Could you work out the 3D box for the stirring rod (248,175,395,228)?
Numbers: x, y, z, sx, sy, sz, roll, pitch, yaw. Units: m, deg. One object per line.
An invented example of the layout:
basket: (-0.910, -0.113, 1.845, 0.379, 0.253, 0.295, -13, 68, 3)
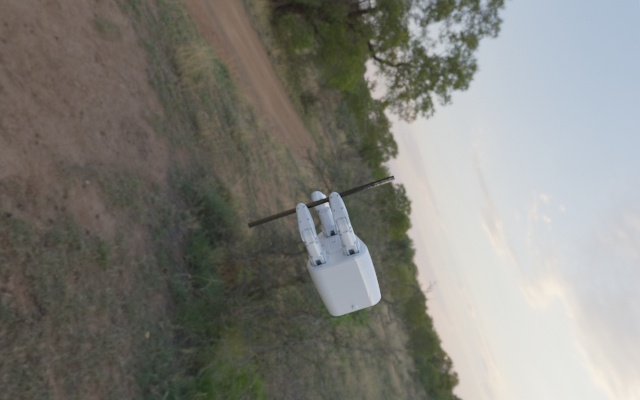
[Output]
stirring rod: (0.000, 0.002, 0.747, 0.239, 0.011, 0.011, -18, -2, 5)
